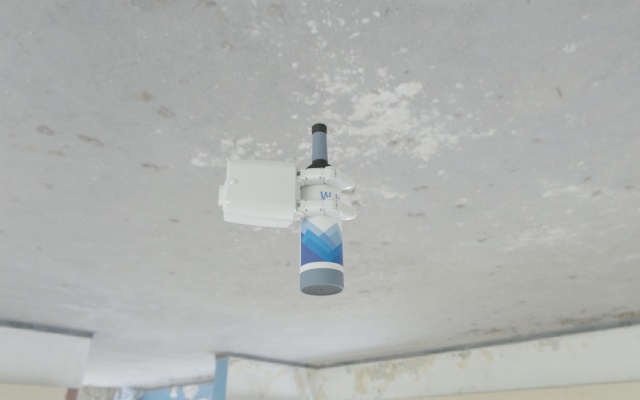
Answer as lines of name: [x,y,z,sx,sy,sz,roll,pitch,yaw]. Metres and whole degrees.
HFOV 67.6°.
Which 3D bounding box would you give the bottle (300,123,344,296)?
bottle: [0.000,0.003,0.779,0.069,0.295,0.069,-1,-26,0]
